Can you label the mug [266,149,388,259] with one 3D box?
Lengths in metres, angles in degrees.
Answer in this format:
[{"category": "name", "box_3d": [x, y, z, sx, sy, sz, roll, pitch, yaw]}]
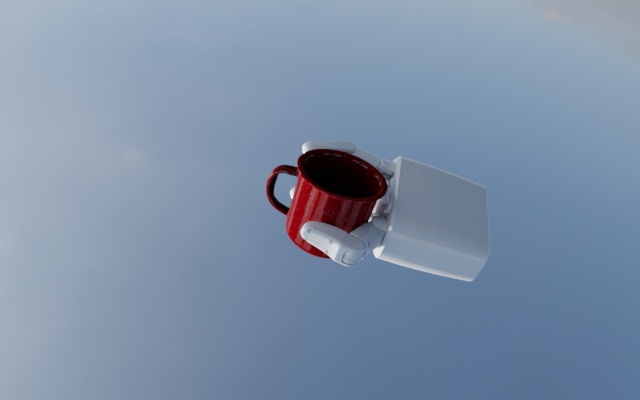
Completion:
[{"category": "mug", "box_3d": [-0.001, 0.001, 0.490, 0.117, 0.081, 0.093, 17, 32, -2]}]
